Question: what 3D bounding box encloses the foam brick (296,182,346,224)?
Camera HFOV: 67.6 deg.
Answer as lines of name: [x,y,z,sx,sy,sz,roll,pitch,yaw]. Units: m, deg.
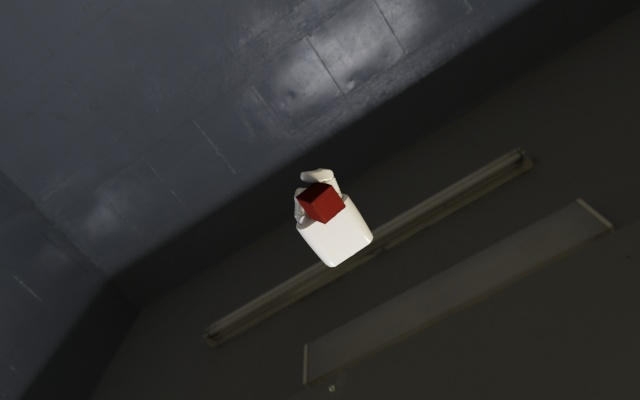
foam brick: [0.000,0.003,0.864,0.053,0.051,0.078,-39,19,-13]
